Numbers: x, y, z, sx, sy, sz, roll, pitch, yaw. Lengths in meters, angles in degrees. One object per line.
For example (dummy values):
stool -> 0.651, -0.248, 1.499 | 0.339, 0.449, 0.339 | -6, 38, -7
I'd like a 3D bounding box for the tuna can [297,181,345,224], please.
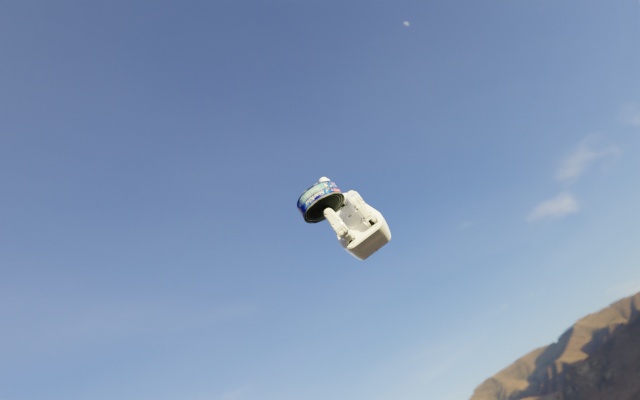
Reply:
tuna can -> 0.000, 0.002, 0.877 | 0.086, 0.033, 0.086 | -26, -27, -14
